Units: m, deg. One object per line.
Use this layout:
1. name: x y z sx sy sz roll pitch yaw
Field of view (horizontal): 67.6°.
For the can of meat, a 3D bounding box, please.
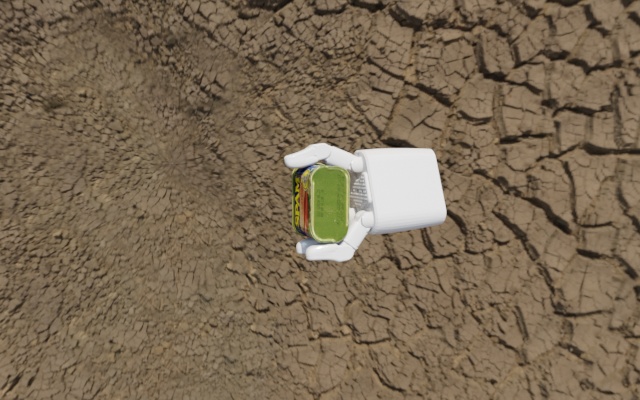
1. can of meat: 0.000 0.002 0.625 0.057 0.102 0.084 -1 5 -18
